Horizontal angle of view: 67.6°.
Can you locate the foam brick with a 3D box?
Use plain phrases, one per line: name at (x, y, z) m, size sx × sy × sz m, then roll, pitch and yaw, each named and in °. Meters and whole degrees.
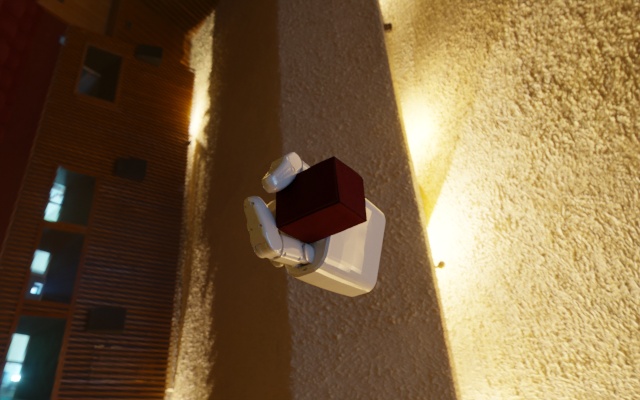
foam brick at (0.000, 0.002, 0.474) m, size 0.078 × 0.053 × 0.051 m, roll -24°, pitch -37°, yaw 31°
